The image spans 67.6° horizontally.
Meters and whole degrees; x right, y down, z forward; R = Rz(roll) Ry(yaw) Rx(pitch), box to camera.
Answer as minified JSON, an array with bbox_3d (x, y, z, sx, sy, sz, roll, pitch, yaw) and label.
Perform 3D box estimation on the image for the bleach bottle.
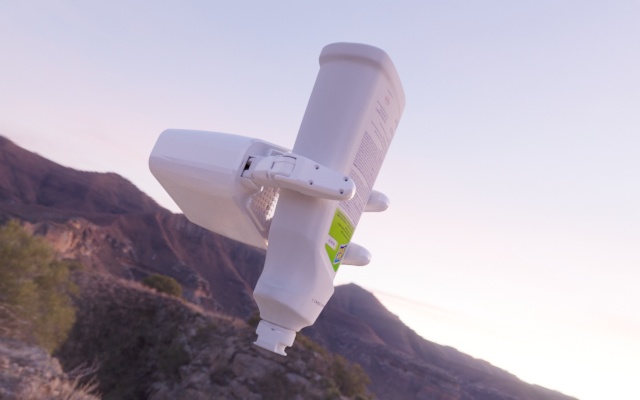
[{"bbox_3d":[0.000,0.001,0.401,0.068,0.250,0.103,13,-16,28],"label":"bleach bottle"}]
